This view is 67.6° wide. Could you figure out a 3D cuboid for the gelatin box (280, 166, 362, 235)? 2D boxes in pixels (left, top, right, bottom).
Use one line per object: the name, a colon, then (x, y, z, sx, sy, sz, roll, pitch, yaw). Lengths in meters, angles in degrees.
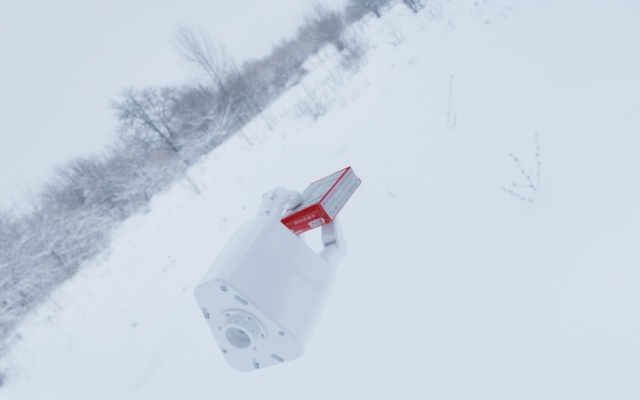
gelatin box: (0.000, 0.001, 0.580, 0.073, 0.030, 0.089, -23, 20, 42)
